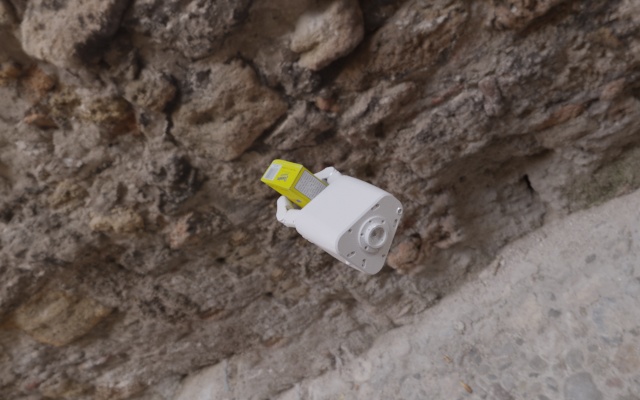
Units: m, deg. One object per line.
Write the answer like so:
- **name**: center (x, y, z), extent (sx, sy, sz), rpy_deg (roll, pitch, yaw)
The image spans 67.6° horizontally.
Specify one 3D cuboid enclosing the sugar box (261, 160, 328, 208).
- **sugar box**: center (0.000, 0.003, 0.750), extent (0.176, 0.048, 0.093), rpy_deg (38, -11, -33)
